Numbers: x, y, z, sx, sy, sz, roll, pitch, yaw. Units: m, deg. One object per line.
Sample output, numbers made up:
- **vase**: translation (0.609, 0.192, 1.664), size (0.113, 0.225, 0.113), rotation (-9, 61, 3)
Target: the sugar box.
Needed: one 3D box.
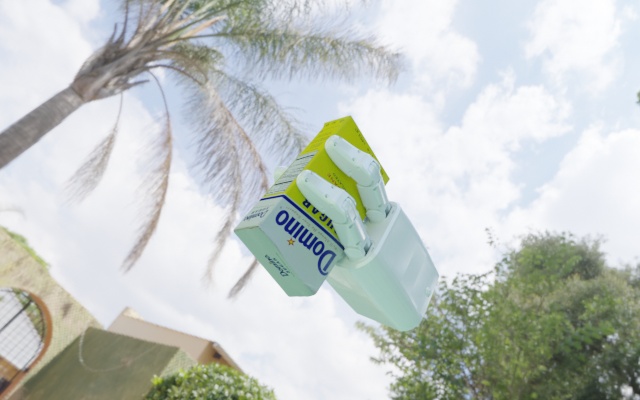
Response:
- **sugar box**: translation (0.001, 0.002, 0.483), size (0.048, 0.093, 0.176), rotation (-12, 33, 44)
